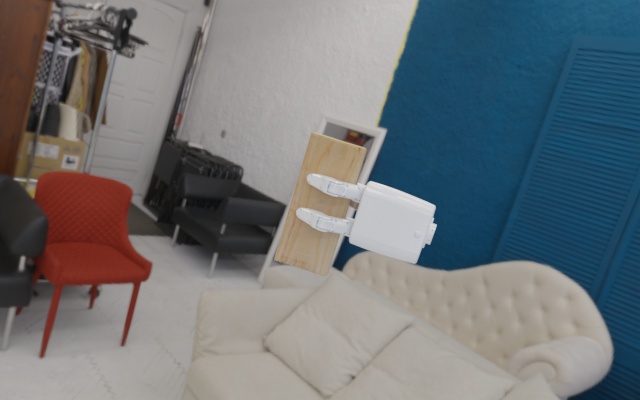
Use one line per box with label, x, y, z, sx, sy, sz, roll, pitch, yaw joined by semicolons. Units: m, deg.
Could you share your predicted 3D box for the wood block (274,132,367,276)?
wood block;0.001;0.002;0.770;0.090;0.206;0.091;17;9;1
